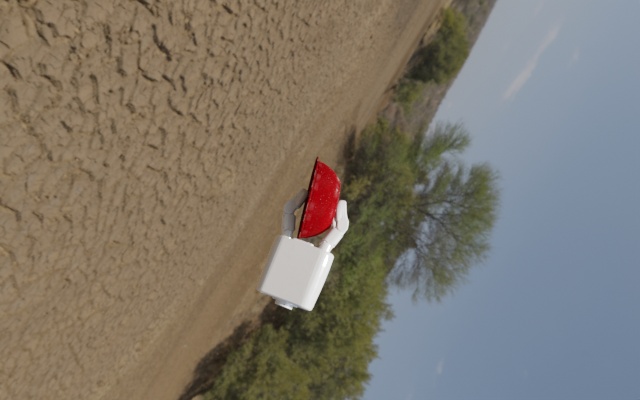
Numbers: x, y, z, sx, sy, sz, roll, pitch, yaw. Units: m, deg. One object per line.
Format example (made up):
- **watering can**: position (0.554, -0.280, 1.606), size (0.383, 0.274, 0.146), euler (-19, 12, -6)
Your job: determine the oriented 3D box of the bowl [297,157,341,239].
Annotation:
- **bowl**: position (0.001, 0.002, 0.888), size (0.055, 0.162, 0.162), euler (13, -1, -3)
